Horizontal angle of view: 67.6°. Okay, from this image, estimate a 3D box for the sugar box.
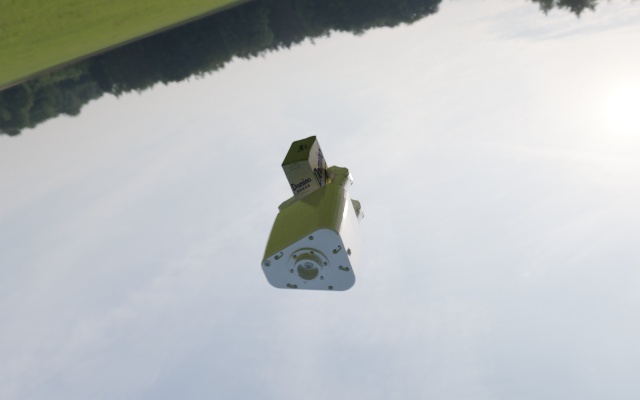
[{"bbox_3d":[0.001,0.002,0.701,0.048,0.176,0.093,-13,25,14],"label":"sugar box"}]
